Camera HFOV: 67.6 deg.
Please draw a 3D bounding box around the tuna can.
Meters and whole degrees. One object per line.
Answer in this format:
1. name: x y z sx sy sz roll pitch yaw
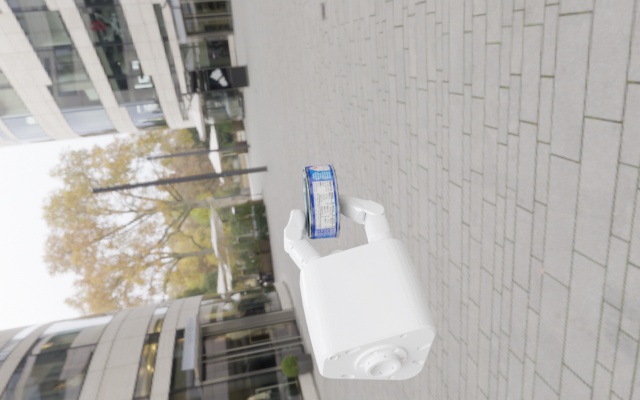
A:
1. tuna can: 0.000 0.002 0.549 0.034 0.086 0.086 -4 0 -6
